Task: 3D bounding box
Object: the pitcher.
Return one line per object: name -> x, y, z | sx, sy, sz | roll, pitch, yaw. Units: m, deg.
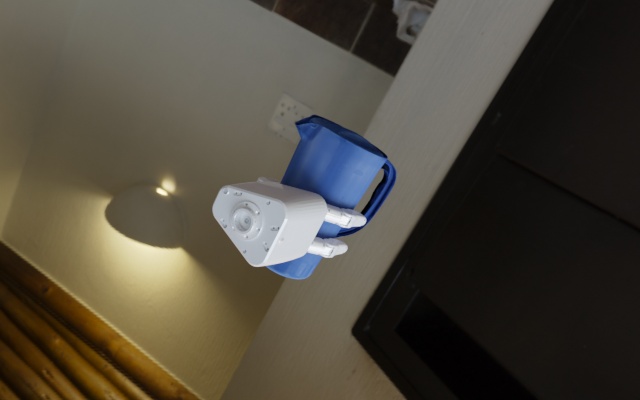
pitcher -> 0.000, 0.002, 0.753 | 0.149, 0.243, 0.145 | 34, 16, 19
